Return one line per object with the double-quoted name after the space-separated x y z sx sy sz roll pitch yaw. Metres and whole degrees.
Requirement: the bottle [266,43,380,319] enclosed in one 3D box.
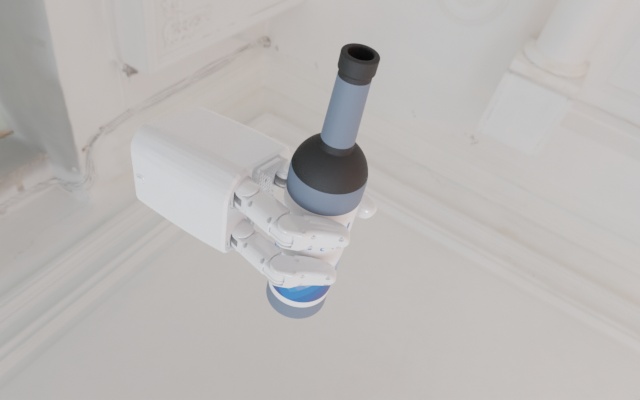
0.000 0.002 0.425 0.069 0.069 0.296 0 -43 -15 "bottle"
